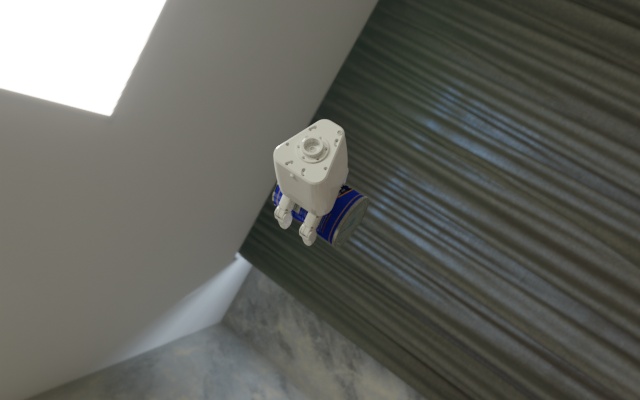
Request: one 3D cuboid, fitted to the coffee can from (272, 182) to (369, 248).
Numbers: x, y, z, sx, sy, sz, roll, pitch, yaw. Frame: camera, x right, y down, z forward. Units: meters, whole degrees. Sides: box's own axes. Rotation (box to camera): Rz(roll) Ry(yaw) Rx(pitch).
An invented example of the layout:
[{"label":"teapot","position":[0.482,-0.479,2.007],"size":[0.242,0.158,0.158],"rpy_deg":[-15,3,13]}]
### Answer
[{"label":"coffee can","position":[0.000,0.003,0.846],"size":[0.140,0.103,0.103],"rpy_deg":[34,11,18]}]
